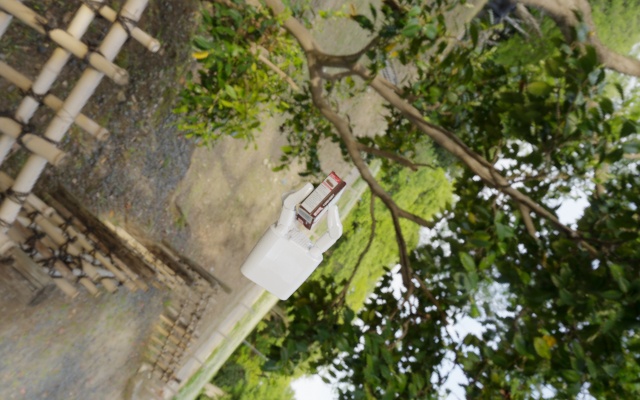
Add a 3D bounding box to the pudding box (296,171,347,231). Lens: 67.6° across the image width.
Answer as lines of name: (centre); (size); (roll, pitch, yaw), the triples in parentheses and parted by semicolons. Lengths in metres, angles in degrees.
pudding box: (0.000, 0.003, 0.864); (0.039, 0.090, 0.113); (41, -13, 4)
